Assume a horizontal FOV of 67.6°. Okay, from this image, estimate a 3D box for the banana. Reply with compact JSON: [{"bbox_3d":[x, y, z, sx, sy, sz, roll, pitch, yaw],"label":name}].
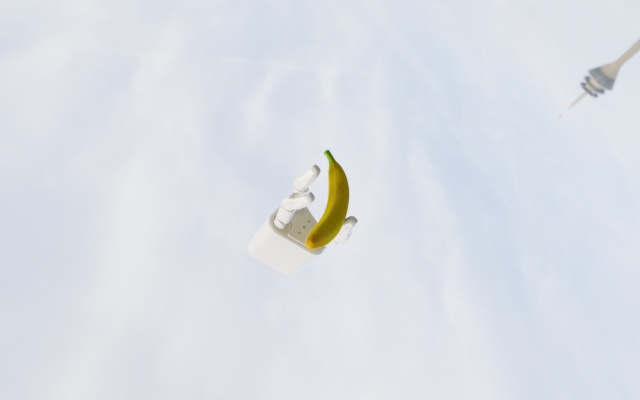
[{"bbox_3d":[0.016,0.008,0.775,0.070,0.197,0.037,29,-43,-23],"label":"banana"}]
